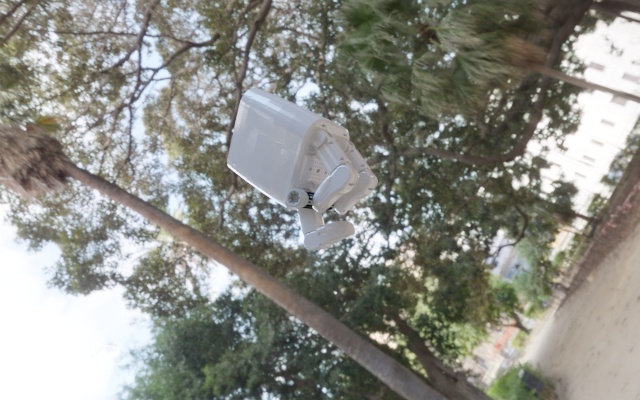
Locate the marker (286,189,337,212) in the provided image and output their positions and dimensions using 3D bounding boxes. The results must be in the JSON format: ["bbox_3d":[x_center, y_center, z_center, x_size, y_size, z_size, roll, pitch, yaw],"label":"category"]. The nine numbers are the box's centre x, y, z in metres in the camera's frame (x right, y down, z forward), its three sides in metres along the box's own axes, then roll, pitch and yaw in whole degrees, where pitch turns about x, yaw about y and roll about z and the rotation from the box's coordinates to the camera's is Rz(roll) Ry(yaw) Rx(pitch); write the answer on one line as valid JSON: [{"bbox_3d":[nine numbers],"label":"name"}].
[{"bbox_3d":[0.000,0.002,0.542,0.020,0.020,0.121,0,-4,27],"label":"marker"}]
